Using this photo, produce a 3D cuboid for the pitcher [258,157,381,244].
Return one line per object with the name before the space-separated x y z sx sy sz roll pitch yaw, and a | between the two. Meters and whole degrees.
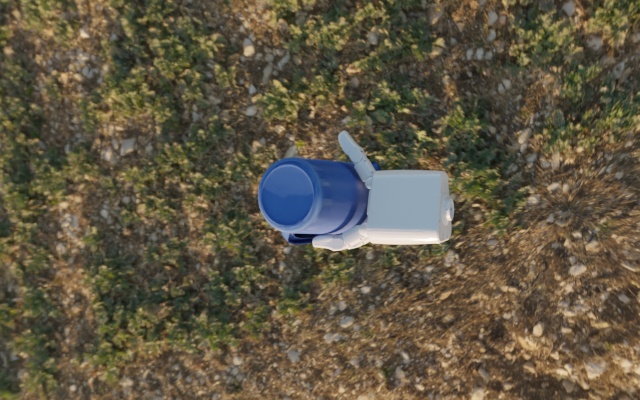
pitcher | 0.000 0.002 0.778 0.145 0.149 0.243 0 -1 27
